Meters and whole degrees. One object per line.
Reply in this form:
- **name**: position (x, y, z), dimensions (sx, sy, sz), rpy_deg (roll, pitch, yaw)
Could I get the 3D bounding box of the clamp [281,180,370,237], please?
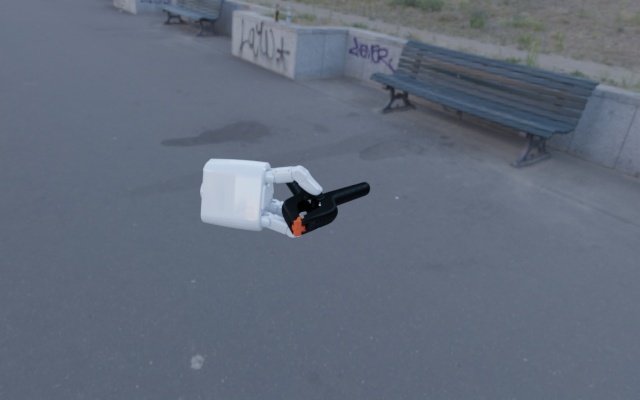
- **clamp**: position (0.000, 0.002, 0.826), dimensions (0.164, 0.036, 0.210), rpy_deg (4, 25, 7)
